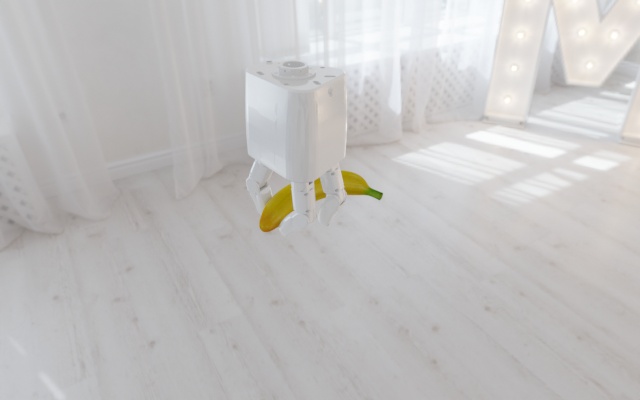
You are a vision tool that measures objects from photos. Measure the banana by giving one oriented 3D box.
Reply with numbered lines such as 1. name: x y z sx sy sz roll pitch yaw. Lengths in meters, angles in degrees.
1. banana: -0.007 -0.008 0.657 0.198 0.037 0.069 -17 38 -30
